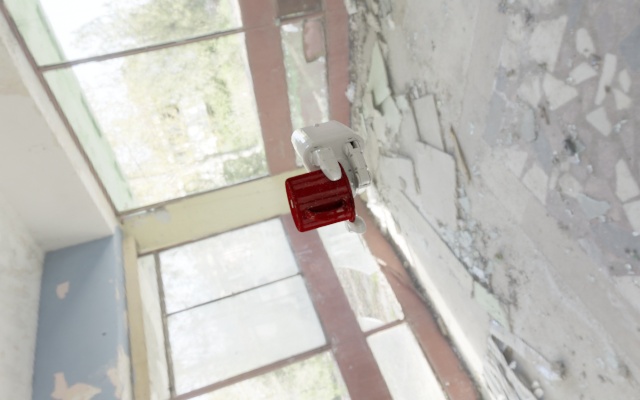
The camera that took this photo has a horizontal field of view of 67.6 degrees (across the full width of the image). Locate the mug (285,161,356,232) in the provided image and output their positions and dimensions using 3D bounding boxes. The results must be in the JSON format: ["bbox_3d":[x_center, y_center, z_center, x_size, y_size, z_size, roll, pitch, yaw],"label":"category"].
[{"bbox_3d":[0.000,0.003,0.676,0.081,0.093,0.117,-15,25,-9],"label":"mug"}]
